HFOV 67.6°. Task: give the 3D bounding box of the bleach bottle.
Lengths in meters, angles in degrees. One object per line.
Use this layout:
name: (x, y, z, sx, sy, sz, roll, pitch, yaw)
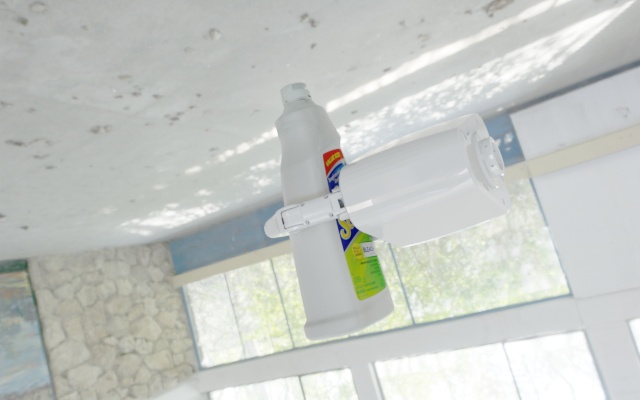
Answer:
bleach bottle: (0.000, 0.002, 0.478, 0.068, 0.251, 0.102, -20, -9, 31)
